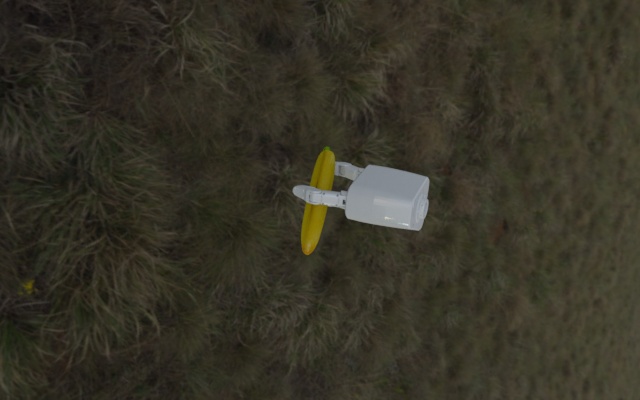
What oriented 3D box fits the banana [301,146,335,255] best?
[{"bbox_3d":[-0.002,-0.003,0.822,0.037,0.198,0.069,12,-7,10],"label":"banana"}]
